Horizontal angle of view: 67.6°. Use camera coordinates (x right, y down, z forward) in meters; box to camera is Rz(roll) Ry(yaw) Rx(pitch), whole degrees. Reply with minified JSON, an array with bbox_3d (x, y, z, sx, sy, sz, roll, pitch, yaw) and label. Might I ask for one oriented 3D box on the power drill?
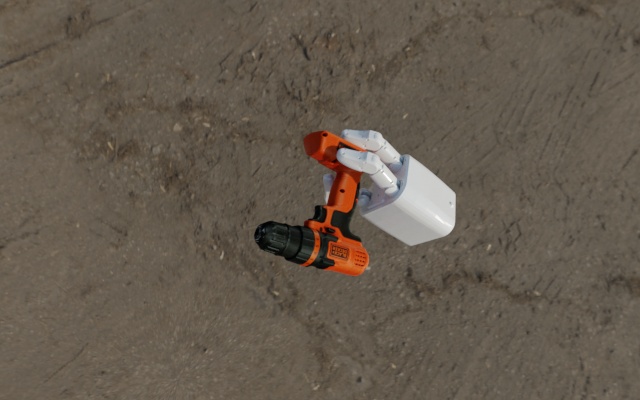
[{"bbox_3d":[0.000,0.002,0.672,0.184,0.187,0.057,21,-18,-37],"label":"power drill"}]
